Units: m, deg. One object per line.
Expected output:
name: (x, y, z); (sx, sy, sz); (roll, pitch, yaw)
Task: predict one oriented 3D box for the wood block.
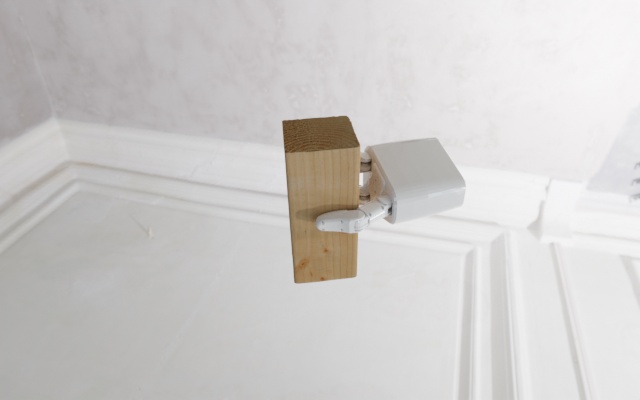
wood block: (0.001, 0.002, 0.638); (0.090, 0.206, 0.090); (-5, 34, -5)
